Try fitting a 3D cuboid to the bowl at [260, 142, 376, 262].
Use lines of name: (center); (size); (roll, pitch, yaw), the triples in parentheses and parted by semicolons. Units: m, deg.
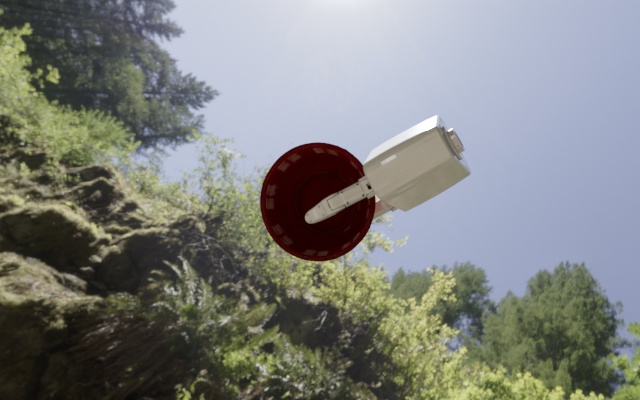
bowl: (-0.001, 0.003, 0.669); (0.162, 0.162, 0.055); (0, -1, 14)
